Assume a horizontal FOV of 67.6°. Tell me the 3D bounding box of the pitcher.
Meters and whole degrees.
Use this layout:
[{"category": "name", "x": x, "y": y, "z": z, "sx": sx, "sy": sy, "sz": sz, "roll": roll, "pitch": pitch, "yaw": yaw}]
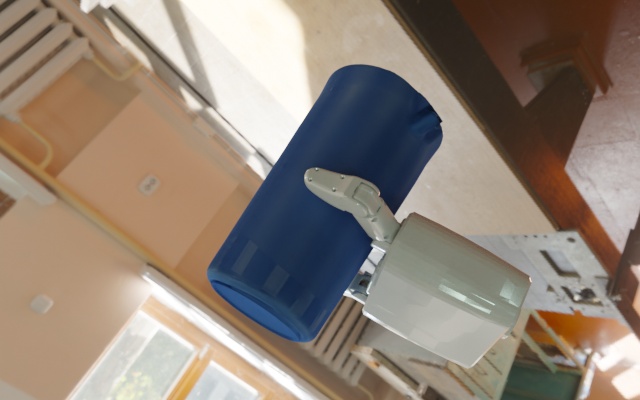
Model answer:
[{"category": "pitcher", "x": 0.000, "y": 0.002, "z": 0.453, "sx": 0.145, "sy": 0.242, "sz": 0.149, "roll": 27, "pitch": -24, "yaw": 14}]
